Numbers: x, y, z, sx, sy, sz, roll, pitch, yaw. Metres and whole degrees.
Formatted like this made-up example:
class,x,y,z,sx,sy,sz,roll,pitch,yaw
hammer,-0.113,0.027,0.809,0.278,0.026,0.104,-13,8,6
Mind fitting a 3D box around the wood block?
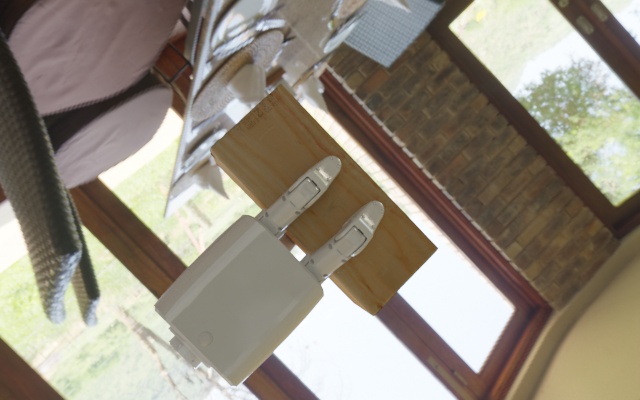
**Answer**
class,x,y,z,sx,sy,sz,roll,pitch,yaw
wood block,0.000,0.002,0.465,0.090,0.206,0.091,-44,3,-9
